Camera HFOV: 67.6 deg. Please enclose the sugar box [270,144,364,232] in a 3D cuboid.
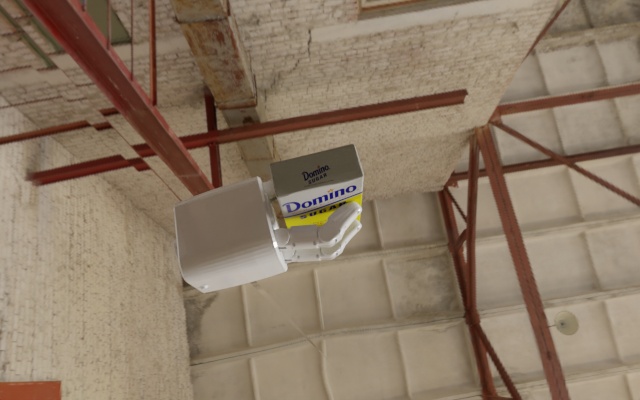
[{"bbox_3d":[0.000,0.002,0.561,0.093,0.048,0.176,-14,-20,-2],"label":"sugar box"}]
